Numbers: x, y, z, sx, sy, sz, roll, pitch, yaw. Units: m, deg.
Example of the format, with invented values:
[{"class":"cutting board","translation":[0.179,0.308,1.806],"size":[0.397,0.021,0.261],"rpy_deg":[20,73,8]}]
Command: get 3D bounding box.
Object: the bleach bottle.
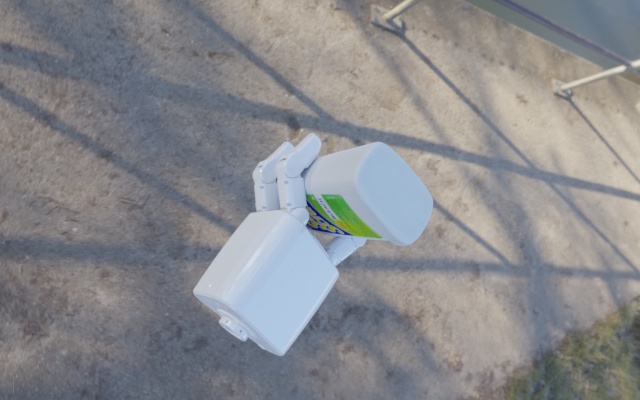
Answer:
[{"class":"bleach bottle","translation":[0.000,0.002,0.541],"size":[0.102,0.068,0.251],"rpy_deg":[46,-27,-22]}]
